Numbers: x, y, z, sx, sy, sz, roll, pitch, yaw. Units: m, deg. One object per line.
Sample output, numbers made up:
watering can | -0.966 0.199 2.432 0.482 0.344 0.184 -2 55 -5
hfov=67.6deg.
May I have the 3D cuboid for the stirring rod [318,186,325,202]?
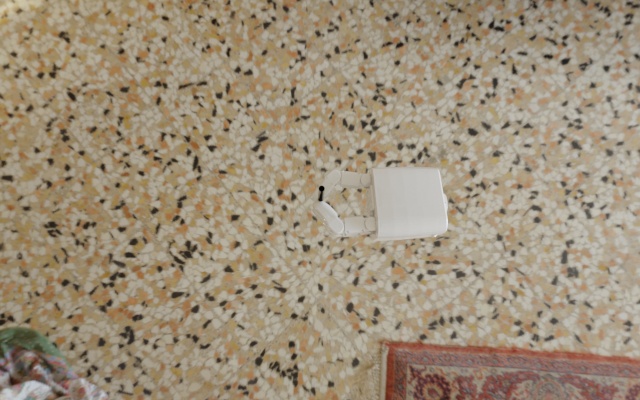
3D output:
stirring rod | 0.000 0.002 0.734 0.011 0.011 0.239 0 -9 -1
